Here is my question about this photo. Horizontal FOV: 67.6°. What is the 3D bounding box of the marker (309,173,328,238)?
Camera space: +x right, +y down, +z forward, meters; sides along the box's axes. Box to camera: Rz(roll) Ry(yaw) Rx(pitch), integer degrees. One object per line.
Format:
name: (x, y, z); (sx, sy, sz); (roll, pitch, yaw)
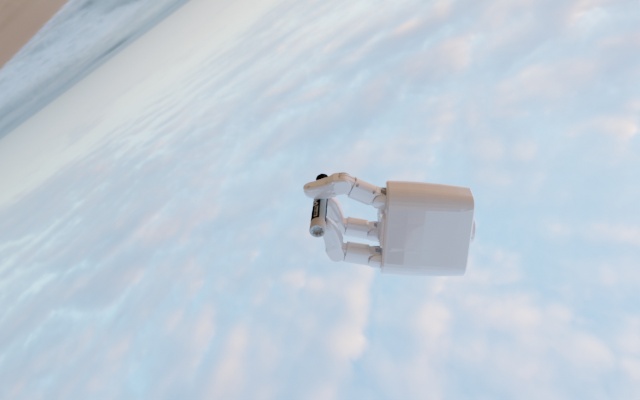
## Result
marker: (0.000, 0.002, 0.594); (0.020, 0.020, 0.121); (0, 34, 4)
